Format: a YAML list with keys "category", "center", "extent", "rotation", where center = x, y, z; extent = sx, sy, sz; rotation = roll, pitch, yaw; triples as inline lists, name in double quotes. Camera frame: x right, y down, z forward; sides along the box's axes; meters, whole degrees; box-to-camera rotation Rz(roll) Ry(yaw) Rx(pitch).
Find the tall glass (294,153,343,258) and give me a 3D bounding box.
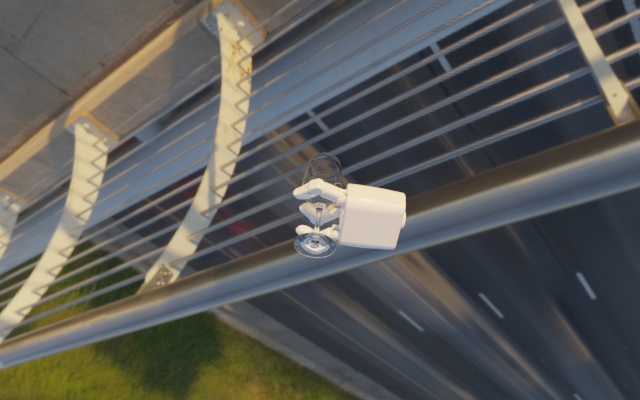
- category: "tall glass"
  center: [0.000, 0.003, 0.887]
  extent: [0.079, 0.200, 0.079]
  rotation: [4, -40, 3]
